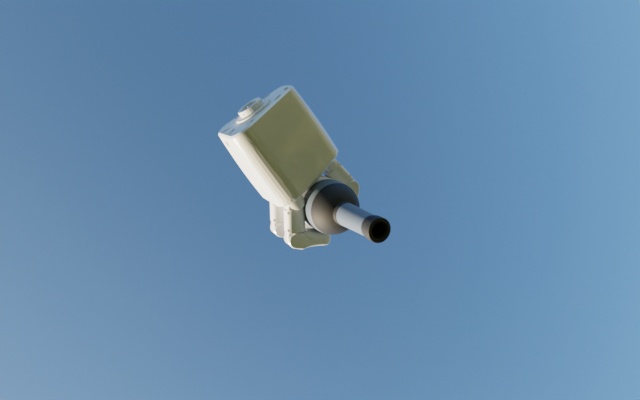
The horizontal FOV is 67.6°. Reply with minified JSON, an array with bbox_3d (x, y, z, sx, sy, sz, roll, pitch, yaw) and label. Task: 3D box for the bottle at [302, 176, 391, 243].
[{"bbox_3d":[0.000,0.002,0.621,0.069,0.069,0.295,0,11,-25],"label":"bottle"}]
